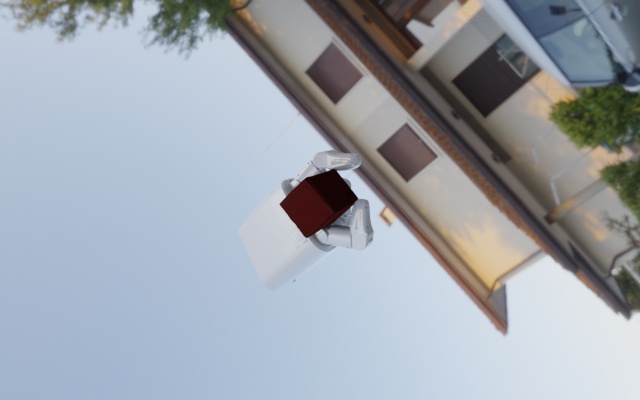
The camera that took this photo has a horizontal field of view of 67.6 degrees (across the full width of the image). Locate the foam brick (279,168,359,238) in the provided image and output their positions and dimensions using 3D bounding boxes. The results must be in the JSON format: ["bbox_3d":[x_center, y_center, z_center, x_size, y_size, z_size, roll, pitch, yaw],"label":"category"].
[{"bbox_3d":[0.000,0.002,0.561,0.051,0.053,0.078,-42,-9,27],"label":"foam brick"}]
